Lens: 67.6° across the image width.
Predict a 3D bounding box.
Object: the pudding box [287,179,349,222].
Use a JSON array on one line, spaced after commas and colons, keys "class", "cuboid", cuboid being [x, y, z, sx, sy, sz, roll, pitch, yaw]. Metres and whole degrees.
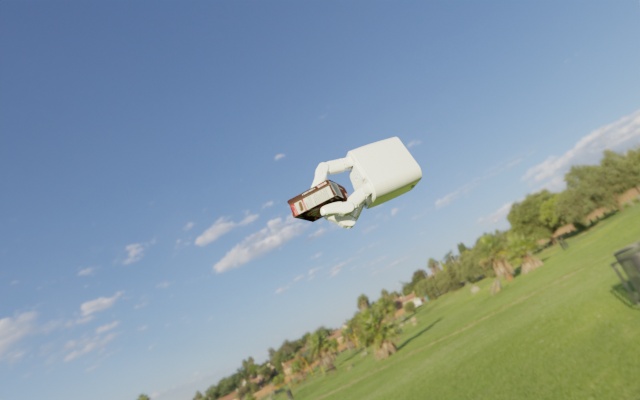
[{"class": "pudding box", "cuboid": [0.000, 0.003, 0.891, 0.090, 0.039, 0.113, -28, -16, 13]}]
